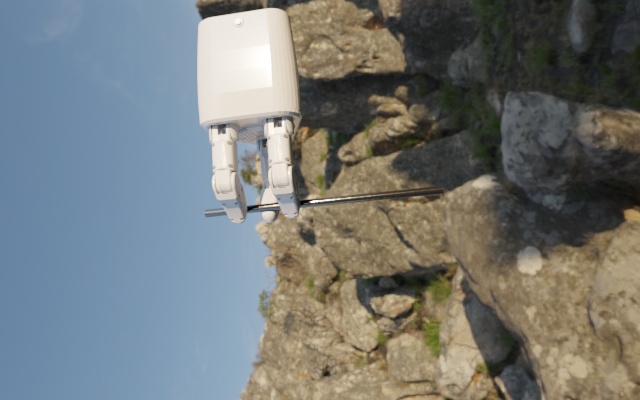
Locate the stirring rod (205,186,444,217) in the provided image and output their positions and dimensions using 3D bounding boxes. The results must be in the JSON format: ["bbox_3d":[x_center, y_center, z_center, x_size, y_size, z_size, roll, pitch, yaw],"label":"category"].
[{"bbox_3d":[0.000,0.001,0.479,0.239,0.011,0.011,-6,-1,8],"label":"stirring rod"}]
